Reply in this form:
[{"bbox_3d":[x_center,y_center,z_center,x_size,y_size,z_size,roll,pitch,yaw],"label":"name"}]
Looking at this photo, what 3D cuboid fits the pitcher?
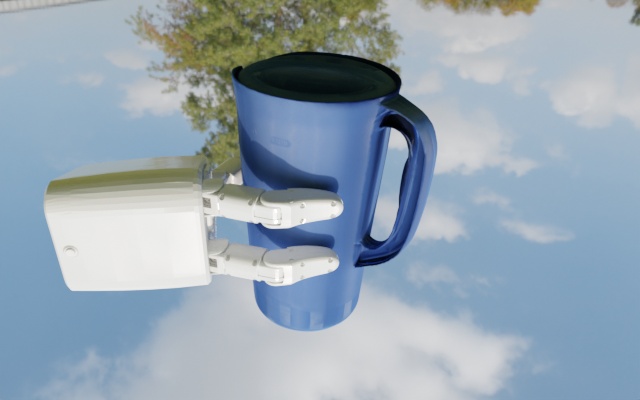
[{"bbox_3d":[0.000,0.001,0.427,0.145,0.243,0.149,-4,32,-11],"label":"pitcher"}]
